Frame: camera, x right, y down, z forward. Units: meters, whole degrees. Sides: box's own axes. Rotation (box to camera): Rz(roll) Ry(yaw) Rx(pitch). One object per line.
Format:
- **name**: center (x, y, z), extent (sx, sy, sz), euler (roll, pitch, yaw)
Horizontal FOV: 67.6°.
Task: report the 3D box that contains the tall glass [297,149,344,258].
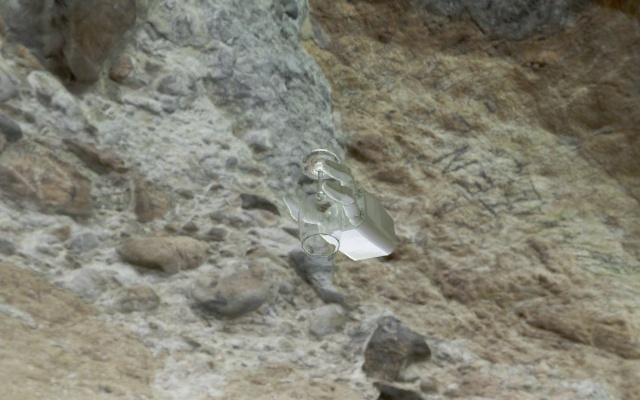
- **tall glass**: center (0.000, 0.002, 0.836), extent (0.079, 0.200, 0.079), euler (0, -45, 0)
